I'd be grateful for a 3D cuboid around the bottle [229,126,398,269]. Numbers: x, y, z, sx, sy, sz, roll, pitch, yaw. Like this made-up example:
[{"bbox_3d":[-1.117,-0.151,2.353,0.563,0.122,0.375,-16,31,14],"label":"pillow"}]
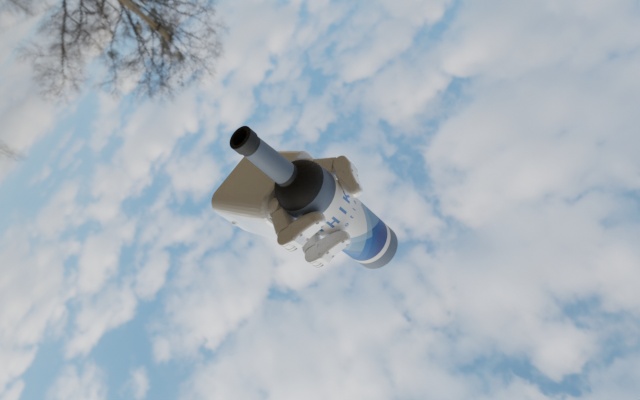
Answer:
[{"bbox_3d":[0.000,0.002,0.577,0.069,0.069,0.296,0,-26,37],"label":"bottle"}]
